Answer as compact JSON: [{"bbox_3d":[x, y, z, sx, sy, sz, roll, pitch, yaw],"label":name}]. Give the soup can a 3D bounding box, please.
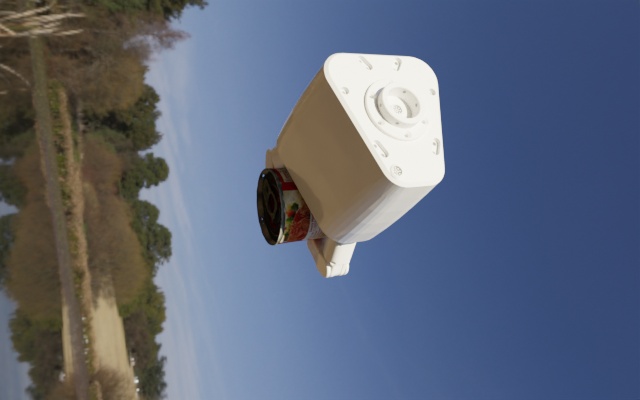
[{"bbox_3d":[0.000,0.002,0.438,0.102,0.068,0.068,-5,2,-24],"label":"soup can"}]
